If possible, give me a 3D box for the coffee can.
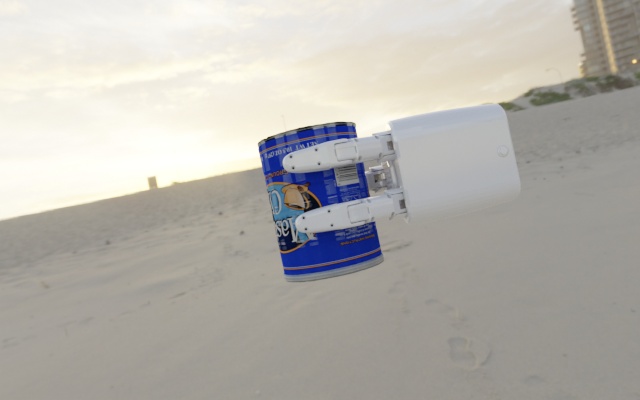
[{"bbox_3d":[0.000,0.002,0.483,0.103,0.140,0.103,-12,0,0],"label":"coffee can"}]
